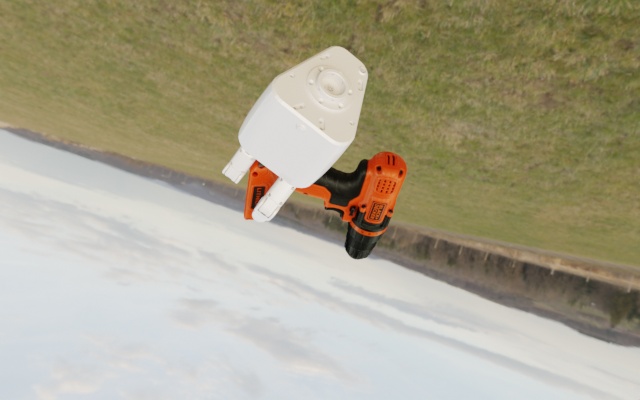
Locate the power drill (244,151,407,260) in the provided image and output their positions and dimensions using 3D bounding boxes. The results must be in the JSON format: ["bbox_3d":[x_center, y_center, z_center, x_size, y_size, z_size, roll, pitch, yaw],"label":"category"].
[{"bbox_3d":[0.000,0.002,0.611,0.187,0.057,0.185,9,-46,-6],"label":"power drill"}]
